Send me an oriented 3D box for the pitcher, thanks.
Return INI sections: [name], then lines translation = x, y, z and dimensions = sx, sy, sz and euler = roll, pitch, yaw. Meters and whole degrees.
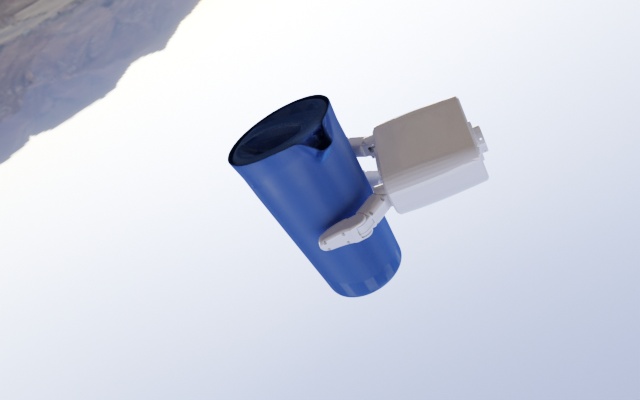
[pitcher]
translation = 0.000, 0.002, 0.596
dimensions = 0.145, 0.243, 0.149
euler = -22, 30, 18
